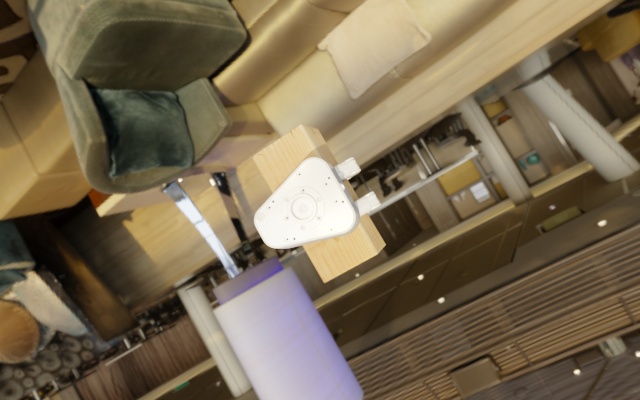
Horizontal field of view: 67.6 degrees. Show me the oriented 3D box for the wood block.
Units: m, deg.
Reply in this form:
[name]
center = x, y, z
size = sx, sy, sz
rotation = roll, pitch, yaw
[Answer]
[wood block]
center = 0.000, 0.003, 0.700
size = 0.091, 0.206, 0.090
rotation = -31, -4, 15
